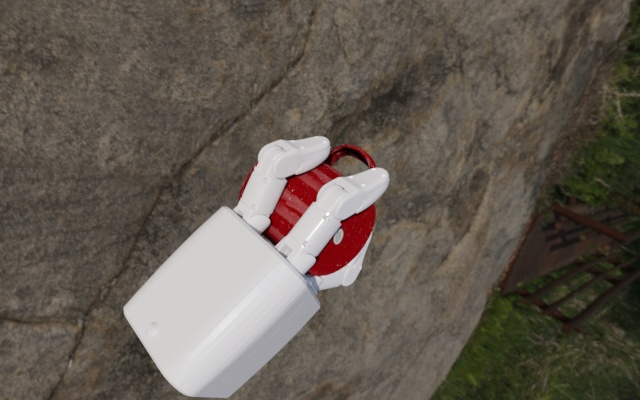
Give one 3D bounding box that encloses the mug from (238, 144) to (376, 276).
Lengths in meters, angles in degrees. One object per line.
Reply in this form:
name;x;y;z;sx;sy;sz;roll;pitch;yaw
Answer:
mug;0.001;0.000;0.404;0.081;0.117;0.093;37;-13;37
